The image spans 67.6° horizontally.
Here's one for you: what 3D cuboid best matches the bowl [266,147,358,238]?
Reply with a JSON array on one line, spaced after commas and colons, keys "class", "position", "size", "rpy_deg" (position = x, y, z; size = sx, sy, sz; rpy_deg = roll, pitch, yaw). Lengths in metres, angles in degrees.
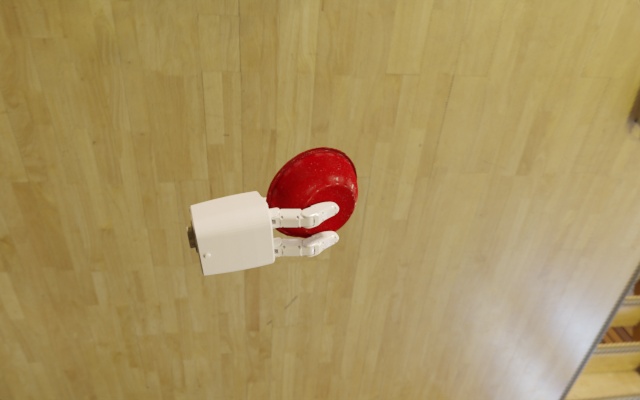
[{"class": "bowl", "position": [0.001, 0.002, 0.731], "size": [0.162, 0.162, 0.055], "rpy_deg": [0, 30, -33]}]
